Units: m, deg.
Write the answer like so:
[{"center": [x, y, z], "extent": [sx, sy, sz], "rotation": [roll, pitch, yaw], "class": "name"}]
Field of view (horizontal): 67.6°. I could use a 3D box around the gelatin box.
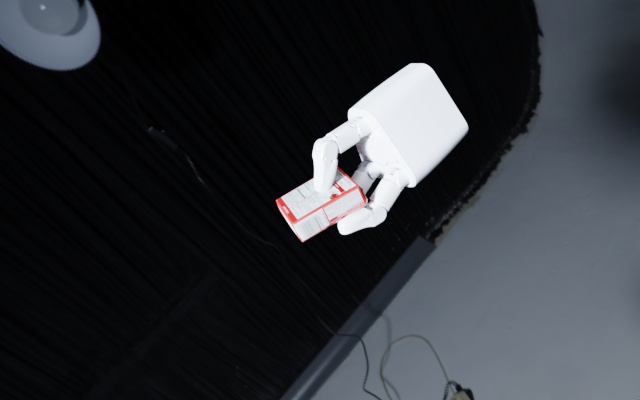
[{"center": [0.000, 0.002, 0.558], "extent": [0.089, 0.030, 0.073], "rotation": [-30, 29, -7], "class": "gelatin box"}]
